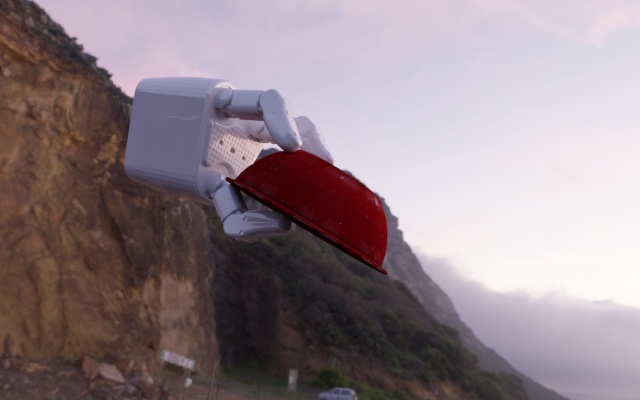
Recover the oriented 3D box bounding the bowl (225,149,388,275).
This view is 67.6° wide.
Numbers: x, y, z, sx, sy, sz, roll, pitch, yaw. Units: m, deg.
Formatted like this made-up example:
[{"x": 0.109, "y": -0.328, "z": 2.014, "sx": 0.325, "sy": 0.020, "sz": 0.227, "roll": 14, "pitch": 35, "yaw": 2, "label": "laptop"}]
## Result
[{"x": 0.001, "y": 0.002, "z": 0.418, "sx": 0.162, "sy": 0.055, "sz": 0.162, "roll": 31, "pitch": -5, "yaw": 3, "label": "bowl"}]
